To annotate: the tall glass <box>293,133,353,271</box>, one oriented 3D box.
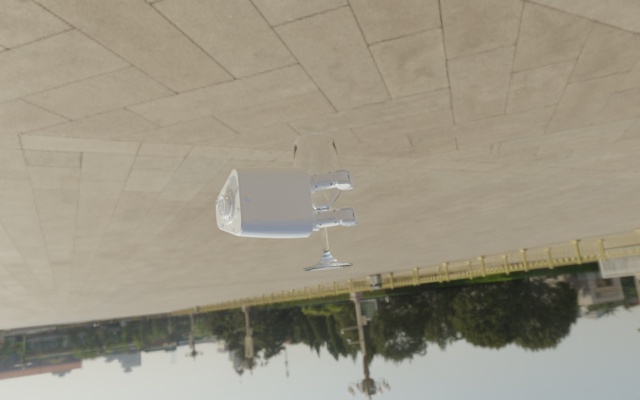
[{"bbox_3d":[0.000,0.003,0.725,0.079,0.201,0.079,-6,-12,-1],"label":"tall glass"}]
